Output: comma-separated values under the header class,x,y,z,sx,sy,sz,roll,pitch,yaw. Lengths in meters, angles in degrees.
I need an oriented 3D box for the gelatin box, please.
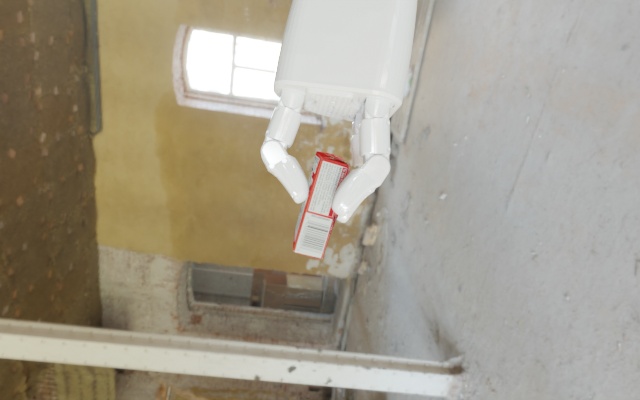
class,x,y,z,sx,sy,sz,roll,pitch,yaw
gelatin box,0.000,0.002,0.440,0.030,0.089,0.073,16,7,-5
